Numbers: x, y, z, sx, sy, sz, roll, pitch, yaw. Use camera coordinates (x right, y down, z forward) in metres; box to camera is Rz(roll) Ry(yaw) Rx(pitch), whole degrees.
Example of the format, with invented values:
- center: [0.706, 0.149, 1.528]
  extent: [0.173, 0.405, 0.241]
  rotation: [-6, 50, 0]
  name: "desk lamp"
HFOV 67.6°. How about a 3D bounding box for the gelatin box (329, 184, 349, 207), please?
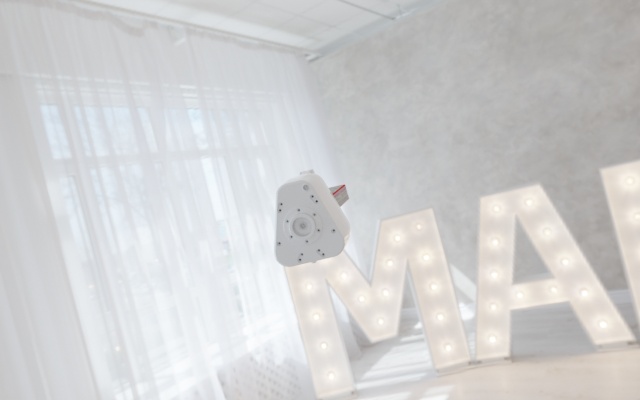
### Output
- center: [0.000, 0.002, 0.780]
  extent: [0.073, 0.030, 0.089]
  rotation: [-13, 10, 20]
  name: "gelatin box"
